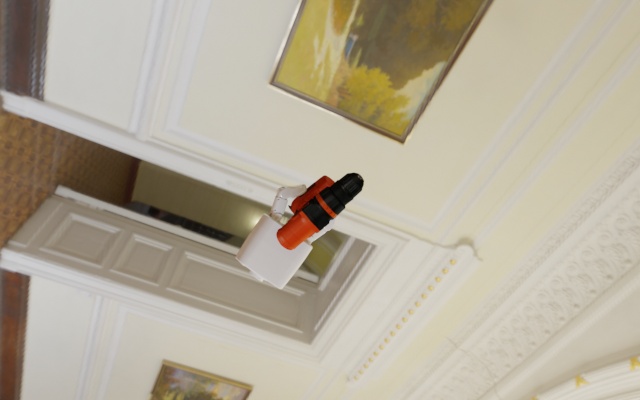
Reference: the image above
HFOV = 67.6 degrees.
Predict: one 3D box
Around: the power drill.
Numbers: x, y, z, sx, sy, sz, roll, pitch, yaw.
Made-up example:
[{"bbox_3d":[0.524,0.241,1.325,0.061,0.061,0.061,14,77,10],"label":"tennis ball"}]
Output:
[{"bbox_3d":[0.000,0.003,0.896,0.184,0.057,0.187,-38,7,8],"label":"power drill"}]
